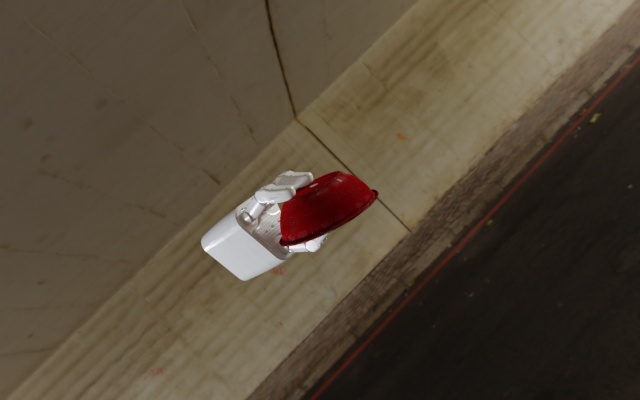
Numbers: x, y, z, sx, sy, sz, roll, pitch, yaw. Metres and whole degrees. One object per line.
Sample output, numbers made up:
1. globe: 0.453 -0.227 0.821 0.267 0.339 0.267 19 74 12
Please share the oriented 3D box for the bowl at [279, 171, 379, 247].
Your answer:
1. bowl: 0.001 0.001 0.689 0.162 0.055 0.162 -26 10 5
